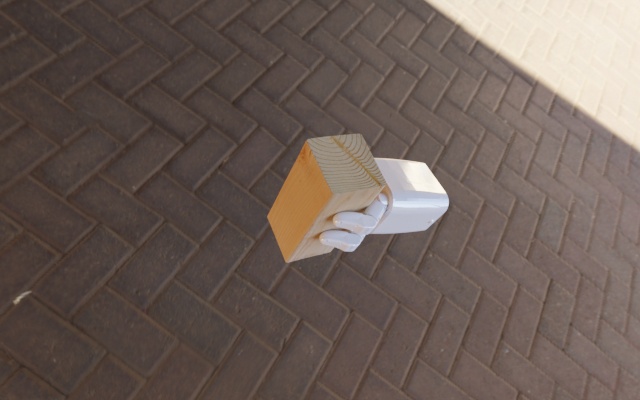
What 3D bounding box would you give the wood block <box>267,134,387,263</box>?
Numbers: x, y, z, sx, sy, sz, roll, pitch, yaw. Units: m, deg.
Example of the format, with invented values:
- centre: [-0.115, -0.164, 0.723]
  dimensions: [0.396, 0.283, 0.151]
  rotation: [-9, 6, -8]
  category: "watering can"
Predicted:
- centre: [0.000, 0.002, 0.711]
  dimensions: [0.090, 0.090, 0.206]
  rotation: [-11, -27, -29]
  category: "wood block"
